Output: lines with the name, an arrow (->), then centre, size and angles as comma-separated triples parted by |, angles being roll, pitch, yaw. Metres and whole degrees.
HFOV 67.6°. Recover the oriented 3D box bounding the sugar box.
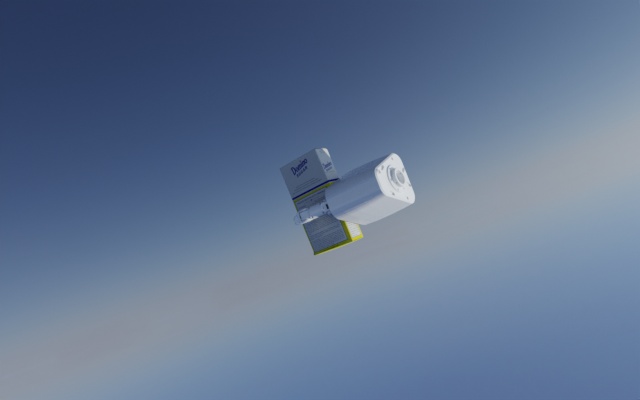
sugar box -> 0.001, 0.003, 0.864 | 0.093, 0.176, 0.048 | -25, -8, 35
